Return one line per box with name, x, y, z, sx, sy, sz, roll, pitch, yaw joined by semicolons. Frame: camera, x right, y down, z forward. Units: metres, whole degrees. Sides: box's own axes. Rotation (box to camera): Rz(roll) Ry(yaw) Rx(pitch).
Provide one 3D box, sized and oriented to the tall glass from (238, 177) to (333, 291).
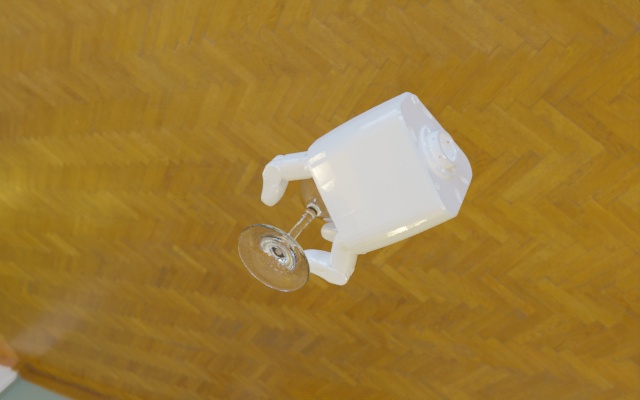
tall glass;0.000;0.002;0.502;0.079;0.079;0.201;0;31;30
